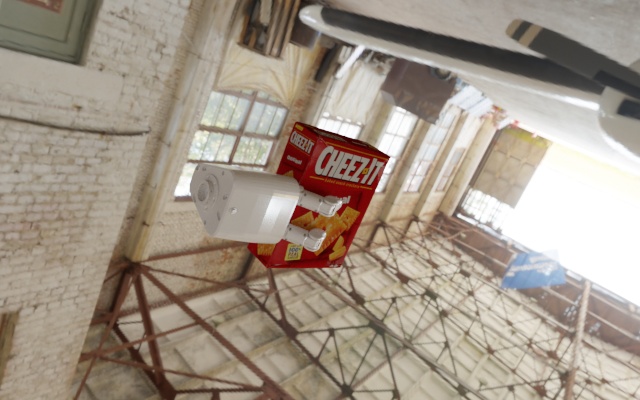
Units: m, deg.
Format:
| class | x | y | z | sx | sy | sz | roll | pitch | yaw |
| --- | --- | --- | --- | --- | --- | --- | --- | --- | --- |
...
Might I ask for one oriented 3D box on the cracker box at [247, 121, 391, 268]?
| class | x | y | z | sx | sy | sz | roll | pitch | yaw |
| --- | --- | --- | --- | --- | --- | --- | --- | --- | --- |
| cracker box | 0.000 | 0.003 | 0.750 | 0.164 | 0.214 | 0.072 | 9 | 21 | -44 |
